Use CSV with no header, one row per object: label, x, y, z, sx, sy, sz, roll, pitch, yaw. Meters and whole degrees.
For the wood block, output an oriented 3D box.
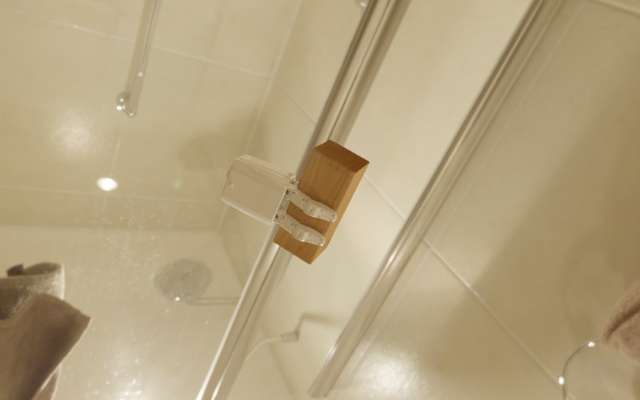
wood block,0.000,0.003,0.897,0.090,0.206,0.090,30,27,10
